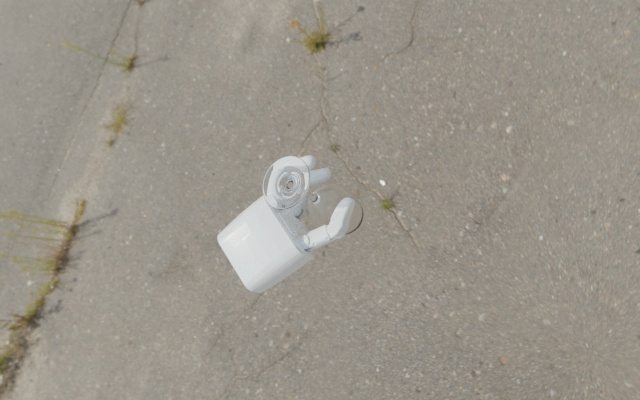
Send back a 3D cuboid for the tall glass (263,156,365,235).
[{"bbox_3d":[0.000,0.002,0.715,0.079,0.079,0.201,0,-15,29],"label":"tall glass"}]
